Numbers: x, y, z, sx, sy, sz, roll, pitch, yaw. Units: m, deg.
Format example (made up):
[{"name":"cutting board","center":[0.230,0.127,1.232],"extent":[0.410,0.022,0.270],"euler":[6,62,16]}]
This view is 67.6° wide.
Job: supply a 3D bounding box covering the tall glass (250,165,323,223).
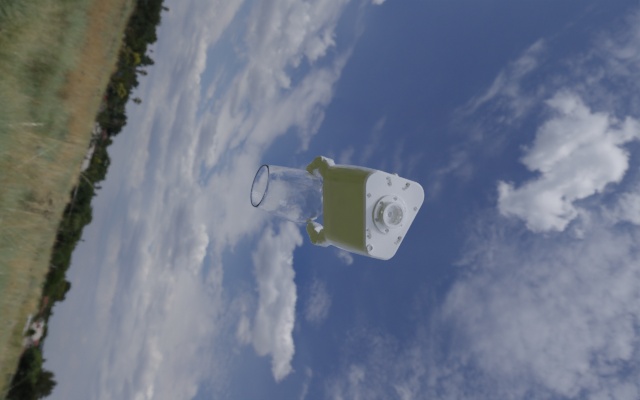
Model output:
[{"name":"tall glass","center":[0.001,0.003,0.712],"extent":[0.201,0.079,0.079],"euler":[15,-7,-26]}]
